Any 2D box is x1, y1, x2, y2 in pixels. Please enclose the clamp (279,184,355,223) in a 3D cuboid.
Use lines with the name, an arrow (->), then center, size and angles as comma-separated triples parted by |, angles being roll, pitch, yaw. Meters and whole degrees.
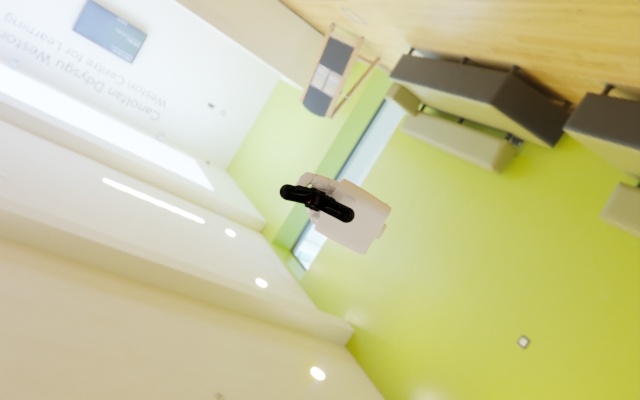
clamp -> 0.000, 0.003, 0.792 | 0.120, 0.039, 0.171 | 28, 6, 3
